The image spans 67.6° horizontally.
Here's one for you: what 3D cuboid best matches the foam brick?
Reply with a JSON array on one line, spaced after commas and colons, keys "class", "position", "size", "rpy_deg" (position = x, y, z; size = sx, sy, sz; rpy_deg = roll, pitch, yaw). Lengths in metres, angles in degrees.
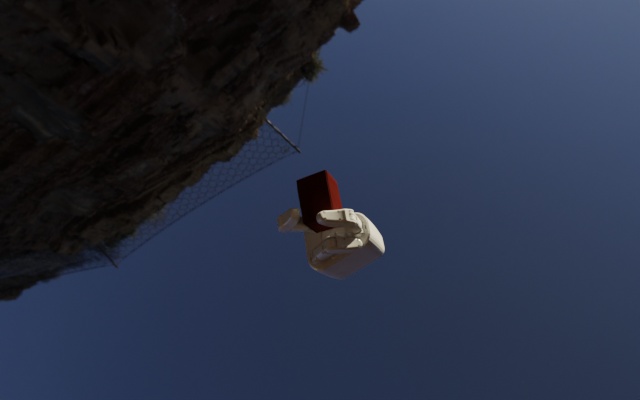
[{"class": "foam brick", "position": [0.000, 0.002, 0.747], "size": [0.053, 0.078, 0.051], "rpy_deg": [-17, -25, 17]}]
